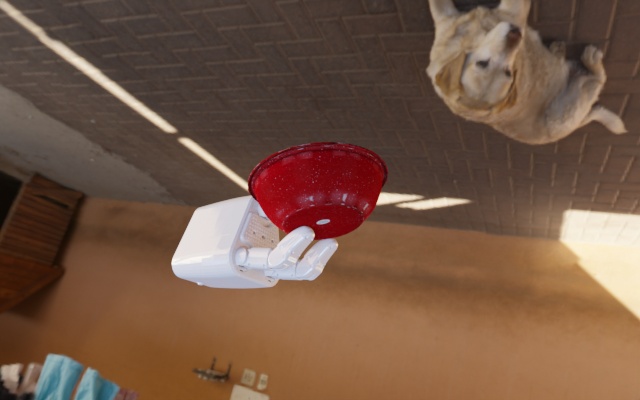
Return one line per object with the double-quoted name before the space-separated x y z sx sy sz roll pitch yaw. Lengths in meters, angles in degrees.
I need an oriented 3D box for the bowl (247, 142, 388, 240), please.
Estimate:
"bowl" 0.001 0.002 0.537 0.162 0.055 0.162 -5 -28 -3
